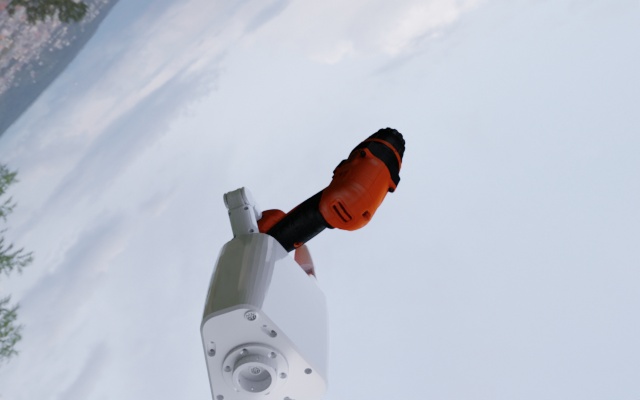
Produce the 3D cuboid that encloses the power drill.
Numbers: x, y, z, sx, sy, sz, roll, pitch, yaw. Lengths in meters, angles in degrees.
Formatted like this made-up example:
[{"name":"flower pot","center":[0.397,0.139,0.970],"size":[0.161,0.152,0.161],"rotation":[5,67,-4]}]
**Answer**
[{"name":"power drill","center":[0.000,0.002,0.494],"size":[0.188,0.057,0.184],"rotation":[-35,7,32]}]
